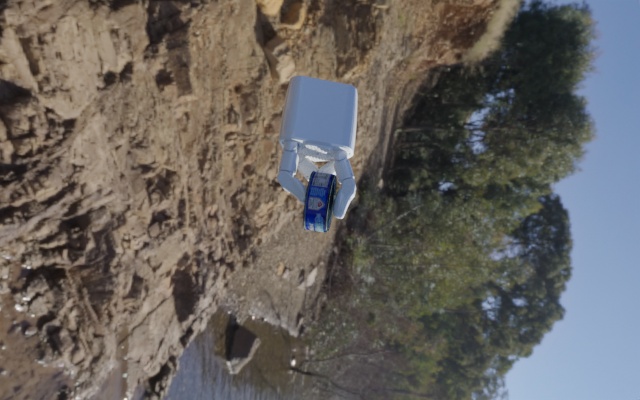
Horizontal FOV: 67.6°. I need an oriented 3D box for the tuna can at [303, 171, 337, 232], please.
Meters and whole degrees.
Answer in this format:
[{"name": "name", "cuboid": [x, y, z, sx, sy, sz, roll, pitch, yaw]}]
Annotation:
[{"name": "tuna can", "cuboid": [0.001, 0.002, 0.683, 0.034, 0.086, 0.086, 8, 1, 7]}]
